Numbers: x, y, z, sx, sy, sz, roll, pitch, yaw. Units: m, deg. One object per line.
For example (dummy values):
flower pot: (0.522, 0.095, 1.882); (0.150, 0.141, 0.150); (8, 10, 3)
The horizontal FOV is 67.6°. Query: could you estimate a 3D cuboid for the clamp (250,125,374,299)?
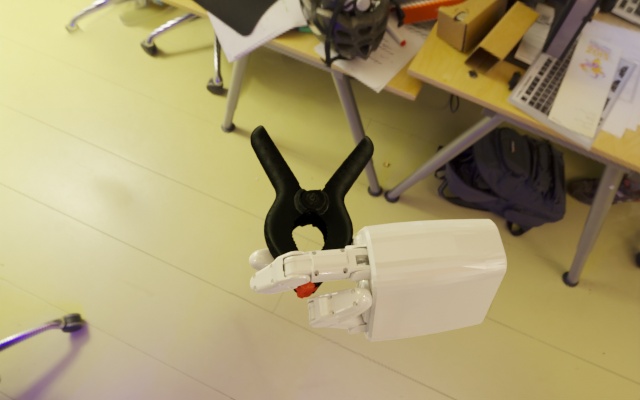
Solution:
clamp: (0.000, 0.001, 0.437); (0.120, 0.171, 0.039); (-6, -25, -4)
